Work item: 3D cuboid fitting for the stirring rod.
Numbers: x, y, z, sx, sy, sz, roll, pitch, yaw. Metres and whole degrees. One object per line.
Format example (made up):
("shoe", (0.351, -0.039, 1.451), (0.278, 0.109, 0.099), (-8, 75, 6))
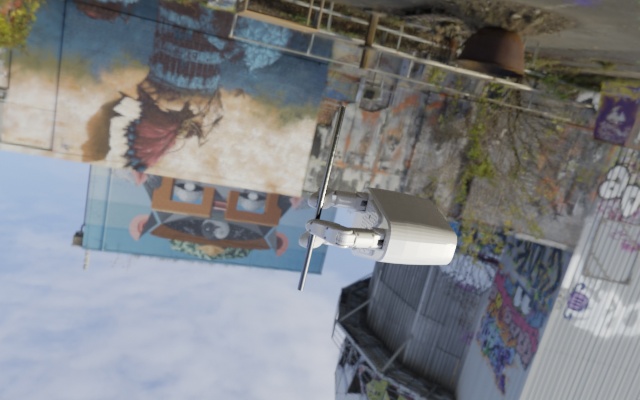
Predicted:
("stirring rod", (0.000, 0.002, 0.595), (0.011, 0.239, 0.011), (12, 13, -3))
